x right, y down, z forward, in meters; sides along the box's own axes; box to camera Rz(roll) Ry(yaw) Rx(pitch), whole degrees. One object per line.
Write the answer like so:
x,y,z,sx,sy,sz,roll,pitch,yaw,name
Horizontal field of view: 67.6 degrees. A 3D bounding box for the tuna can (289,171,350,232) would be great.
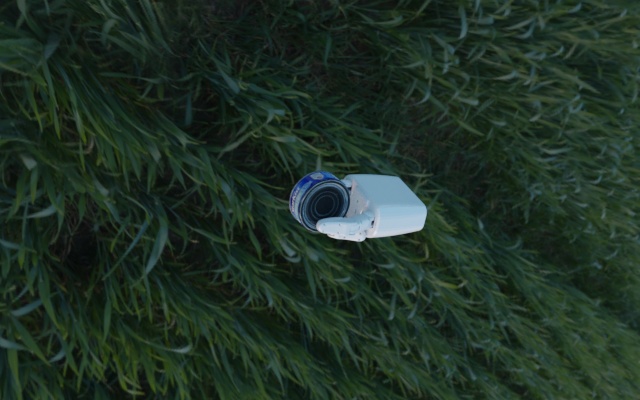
0.000,0.003,0.693,0.086,0.086,0.033,0,24,-30,tuna can
